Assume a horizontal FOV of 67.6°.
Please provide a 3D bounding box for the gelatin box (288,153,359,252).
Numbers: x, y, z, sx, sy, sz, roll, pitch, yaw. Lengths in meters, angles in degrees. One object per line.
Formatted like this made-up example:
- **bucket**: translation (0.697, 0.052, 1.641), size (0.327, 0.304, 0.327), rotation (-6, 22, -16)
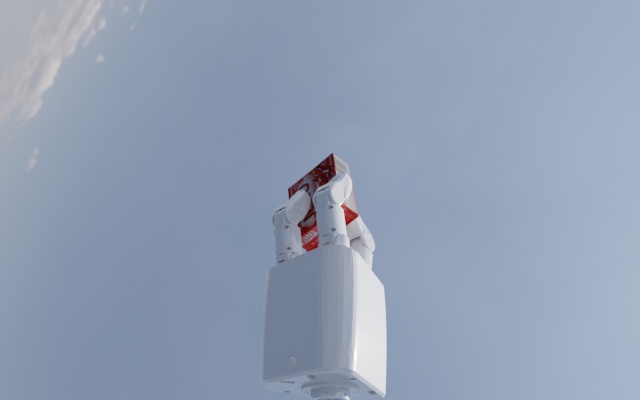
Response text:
- **gelatin box**: translation (0.000, 0.002, 0.522), size (0.073, 0.089, 0.030), rotation (-38, -53, 25)
